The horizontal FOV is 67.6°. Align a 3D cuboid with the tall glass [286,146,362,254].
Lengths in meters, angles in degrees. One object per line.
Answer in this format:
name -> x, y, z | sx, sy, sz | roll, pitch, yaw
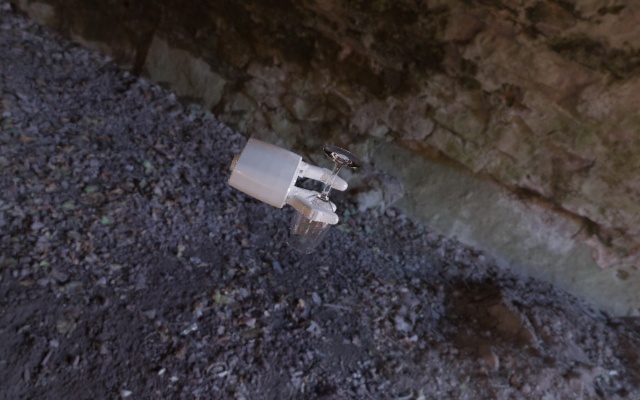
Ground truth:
tall glass -> 0.001, 0.002, 0.886 | 0.079, 0.201, 0.079 | 20, 26, -10
